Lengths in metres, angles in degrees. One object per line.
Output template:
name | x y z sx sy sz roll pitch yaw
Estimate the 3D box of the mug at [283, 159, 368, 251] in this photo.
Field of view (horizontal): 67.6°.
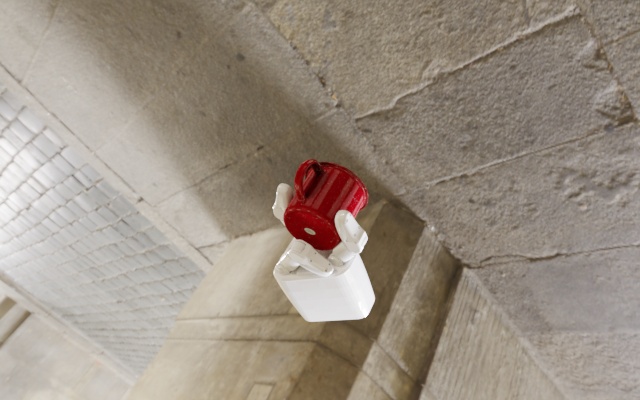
mug | 0.000 0.001 0.613 0.093 0.117 0.081 4 46 33
